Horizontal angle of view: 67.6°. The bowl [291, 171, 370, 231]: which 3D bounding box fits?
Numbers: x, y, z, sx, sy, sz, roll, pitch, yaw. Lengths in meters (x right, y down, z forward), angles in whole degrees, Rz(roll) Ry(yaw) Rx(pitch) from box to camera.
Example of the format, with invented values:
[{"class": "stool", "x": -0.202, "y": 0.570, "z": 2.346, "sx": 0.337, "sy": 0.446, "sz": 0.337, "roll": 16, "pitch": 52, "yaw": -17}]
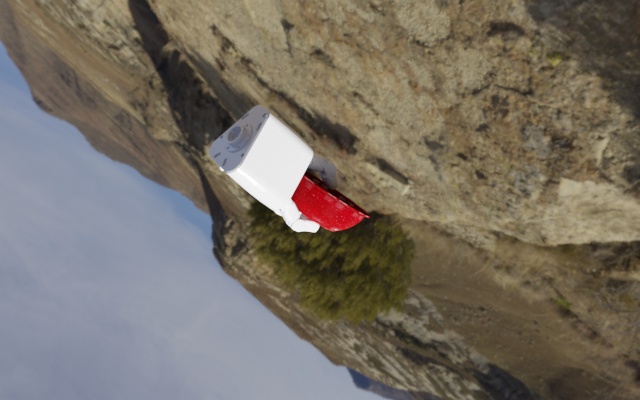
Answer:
[{"class": "bowl", "x": 0.001, "y": 0.004, "z": 0.784, "sx": 0.162, "sy": 0.055, "sz": 0.162, "roll": 33, "pitch": 6, "yaw": -4}]
